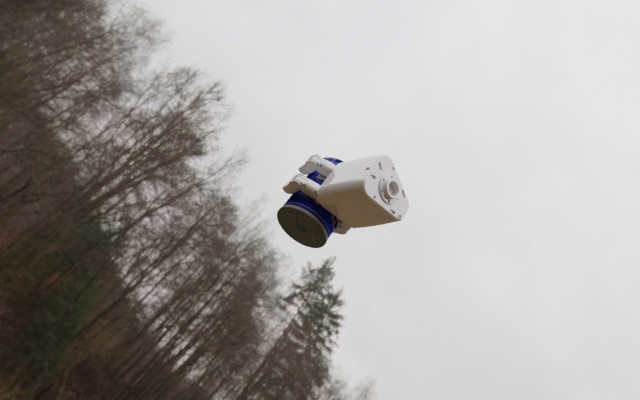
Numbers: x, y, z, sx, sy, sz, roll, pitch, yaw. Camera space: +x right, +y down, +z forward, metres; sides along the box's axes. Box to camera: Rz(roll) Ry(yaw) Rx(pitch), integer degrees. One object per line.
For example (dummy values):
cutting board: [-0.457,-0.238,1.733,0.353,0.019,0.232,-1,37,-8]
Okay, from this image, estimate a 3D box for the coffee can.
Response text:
coffee can: [0.000,0.003,0.880,0.103,0.103,0.140,0,42,42]
